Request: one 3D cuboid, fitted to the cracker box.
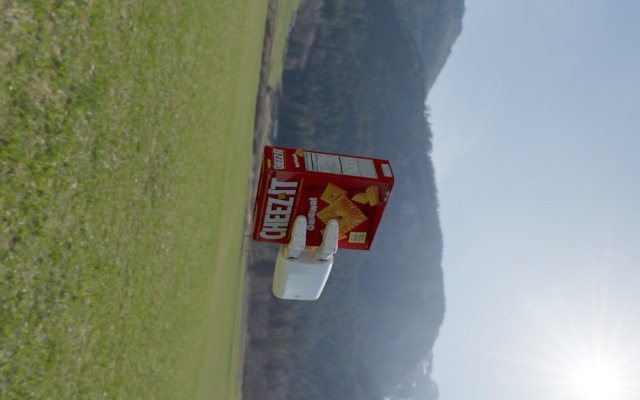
[{"bbox_3d":[0.000,0.003,0.814,0.214,0.164,0.072,5,40,-12],"label":"cracker box"}]
